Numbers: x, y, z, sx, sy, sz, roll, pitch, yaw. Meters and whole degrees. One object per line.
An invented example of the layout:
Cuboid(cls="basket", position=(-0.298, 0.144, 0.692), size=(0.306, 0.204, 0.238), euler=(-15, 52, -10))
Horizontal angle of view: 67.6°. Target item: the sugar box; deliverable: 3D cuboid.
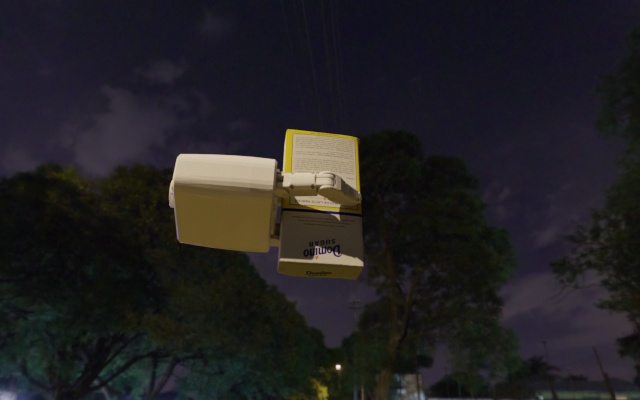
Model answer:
Cuboid(cls="sugar box", position=(0.000, 0.002, 0.560), size=(0.093, 0.176, 0.048), euler=(5, -28, -7))
